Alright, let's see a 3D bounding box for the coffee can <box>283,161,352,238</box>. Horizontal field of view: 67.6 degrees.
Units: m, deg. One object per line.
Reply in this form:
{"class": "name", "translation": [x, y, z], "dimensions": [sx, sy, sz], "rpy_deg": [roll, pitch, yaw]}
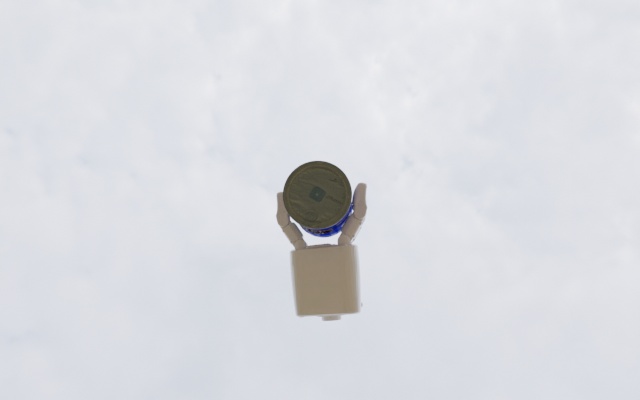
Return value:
{"class": "coffee can", "translation": [0.000, 0.002, 0.768], "dimensions": [0.103, 0.103, 0.140], "rpy_deg": [0, -10, 4]}
